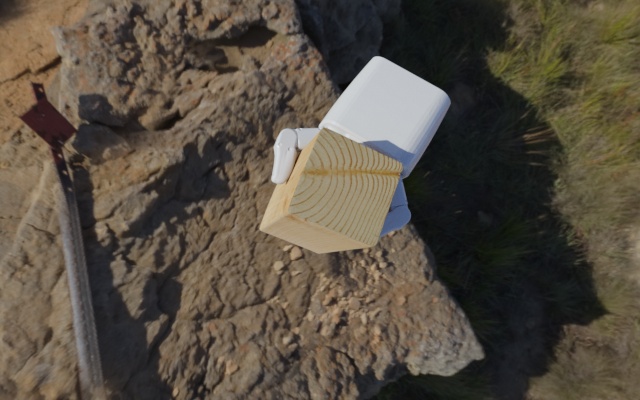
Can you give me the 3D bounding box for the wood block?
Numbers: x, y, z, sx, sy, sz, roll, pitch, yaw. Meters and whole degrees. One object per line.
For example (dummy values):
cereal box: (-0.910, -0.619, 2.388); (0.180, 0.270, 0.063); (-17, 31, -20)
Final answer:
wood block: (0.000, 0.001, 0.540); (0.091, 0.090, 0.206); (24, -13, -10)
